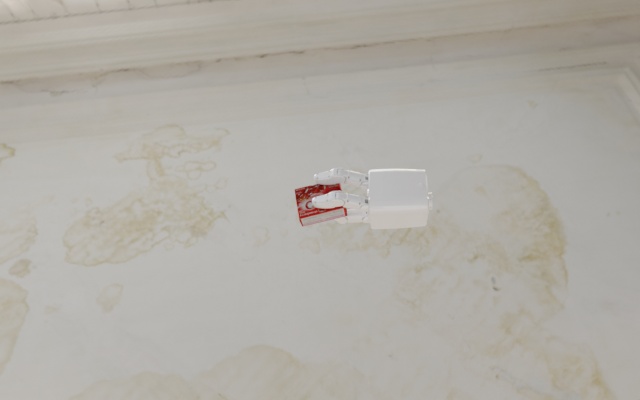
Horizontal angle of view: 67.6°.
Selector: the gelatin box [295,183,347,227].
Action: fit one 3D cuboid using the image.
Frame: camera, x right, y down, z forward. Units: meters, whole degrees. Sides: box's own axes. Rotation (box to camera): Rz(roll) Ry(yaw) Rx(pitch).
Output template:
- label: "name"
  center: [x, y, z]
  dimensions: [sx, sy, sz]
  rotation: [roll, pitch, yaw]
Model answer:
- label: "gelatin box"
  center: [0.000, 0.003, 0.893]
  dimensions: [0.089, 0.073, 0.030]
  rotation: [-14, -39, 3]
